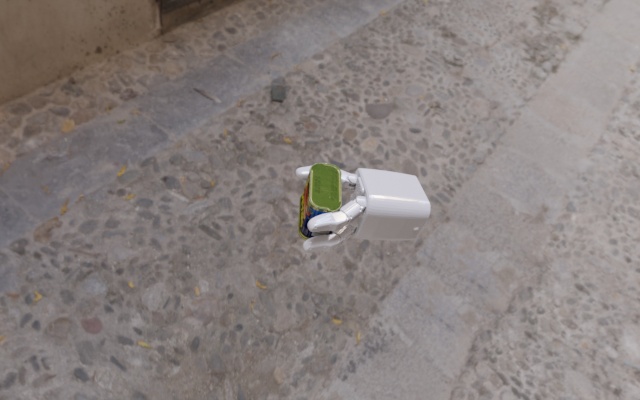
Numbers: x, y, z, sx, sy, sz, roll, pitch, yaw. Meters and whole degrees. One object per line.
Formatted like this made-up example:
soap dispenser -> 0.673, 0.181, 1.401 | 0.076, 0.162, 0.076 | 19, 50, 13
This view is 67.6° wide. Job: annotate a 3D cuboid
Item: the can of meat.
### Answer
can of meat -> 0.000, 0.002, 0.765 | 0.057, 0.102, 0.084 | 8, -40, -9
